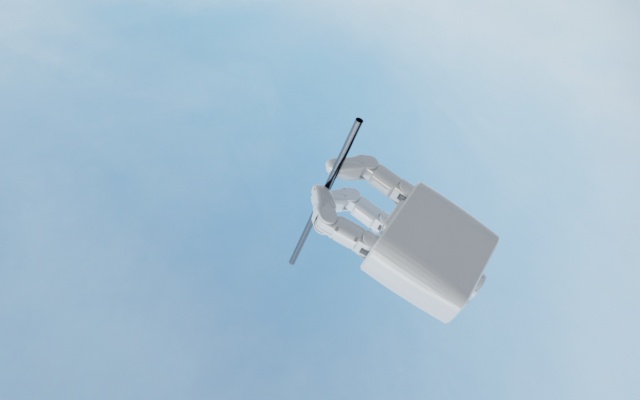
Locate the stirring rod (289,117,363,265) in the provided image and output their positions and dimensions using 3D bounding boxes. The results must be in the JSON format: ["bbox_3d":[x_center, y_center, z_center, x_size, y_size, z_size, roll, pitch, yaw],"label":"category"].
[{"bbox_3d":[0.000,0.002,0.542,0.011,0.011,0.240,0,-41,-24],"label":"stirring rod"}]
